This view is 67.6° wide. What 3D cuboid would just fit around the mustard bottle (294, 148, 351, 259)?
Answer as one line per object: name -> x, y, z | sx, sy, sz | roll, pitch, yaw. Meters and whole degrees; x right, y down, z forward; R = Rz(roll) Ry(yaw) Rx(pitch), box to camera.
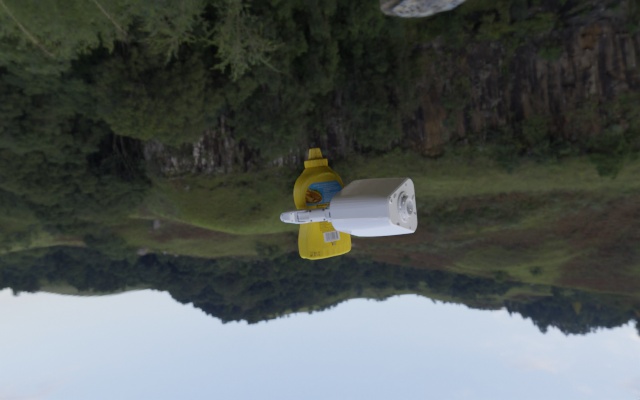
mustard bottle -> 0.000, 0.003, 0.848 | 0.096, 0.191, 0.058 | -8, 4, -31
